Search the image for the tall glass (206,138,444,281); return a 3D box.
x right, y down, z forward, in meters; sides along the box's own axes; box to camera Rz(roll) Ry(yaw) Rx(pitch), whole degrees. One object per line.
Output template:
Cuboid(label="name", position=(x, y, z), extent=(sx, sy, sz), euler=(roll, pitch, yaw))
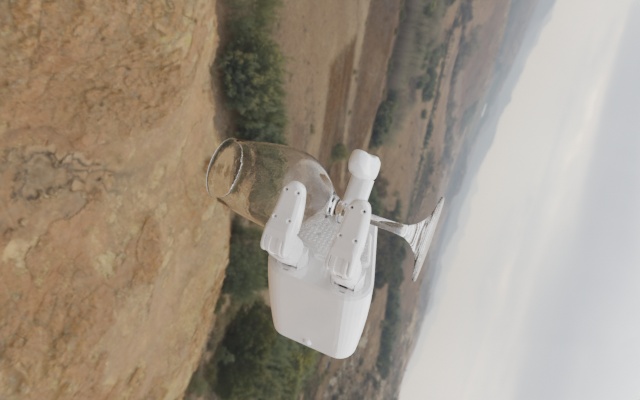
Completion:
Cuboid(label="tall glass", position=(0.001, 0.001, 0.424), extent=(0.201, 0.079, 0.079), euler=(19, 5, 16))
